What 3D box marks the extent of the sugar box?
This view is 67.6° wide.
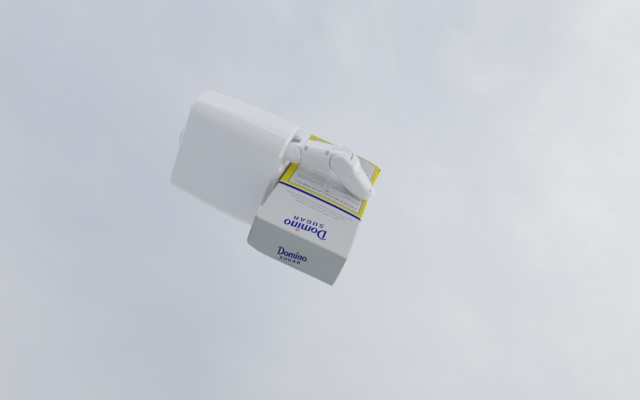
[{"bbox_3d":[0.000,0.002,0.501,0.093,0.048,0.176,26,39,2],"label":"sugar box"}]
